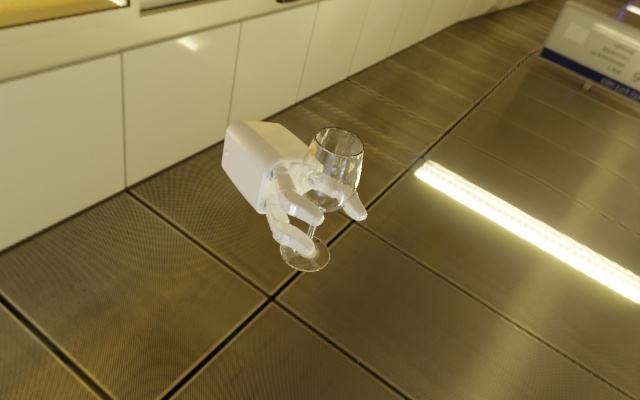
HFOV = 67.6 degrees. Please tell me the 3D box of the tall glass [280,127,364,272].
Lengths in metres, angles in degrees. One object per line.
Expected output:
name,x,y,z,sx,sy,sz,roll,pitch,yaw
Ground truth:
tall glass,0.000,0.003,0.638,0.079,0.201,0.079,10,40,-9
